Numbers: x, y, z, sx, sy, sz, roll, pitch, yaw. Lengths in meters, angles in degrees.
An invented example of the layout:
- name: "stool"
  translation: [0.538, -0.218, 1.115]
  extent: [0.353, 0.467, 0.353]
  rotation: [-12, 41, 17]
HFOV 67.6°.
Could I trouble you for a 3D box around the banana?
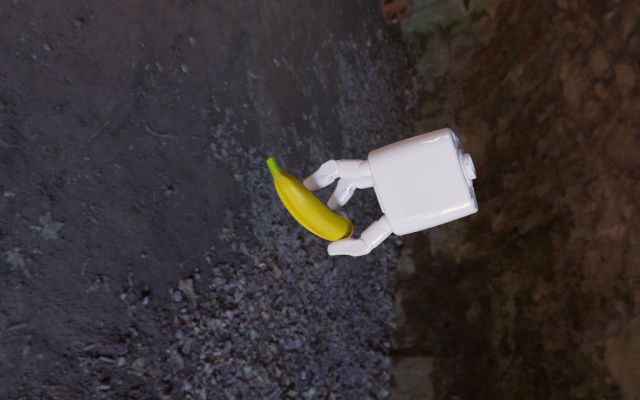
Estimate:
- name: "banana"
  translation: [0.000, 0.016, 0.634]
  extent: [0.037, 0.069, 0.198]
  rotation: [-22, -39, 23]
